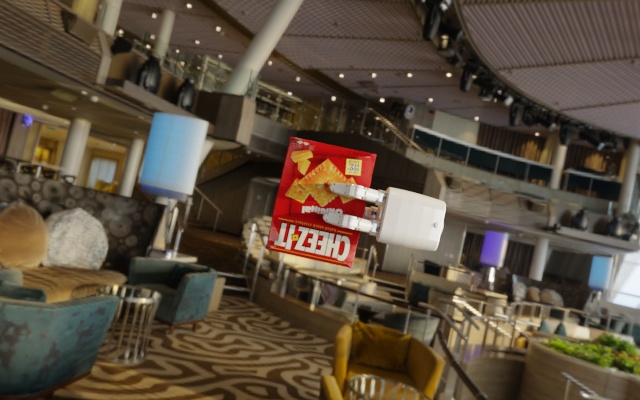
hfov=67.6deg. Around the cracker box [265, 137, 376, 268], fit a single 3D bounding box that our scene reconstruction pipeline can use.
[{"bbox_3d":[0.000,0.003,0.887,0.164,0.213,0.072,12,-3,-1],"label":"cracker box"}]
